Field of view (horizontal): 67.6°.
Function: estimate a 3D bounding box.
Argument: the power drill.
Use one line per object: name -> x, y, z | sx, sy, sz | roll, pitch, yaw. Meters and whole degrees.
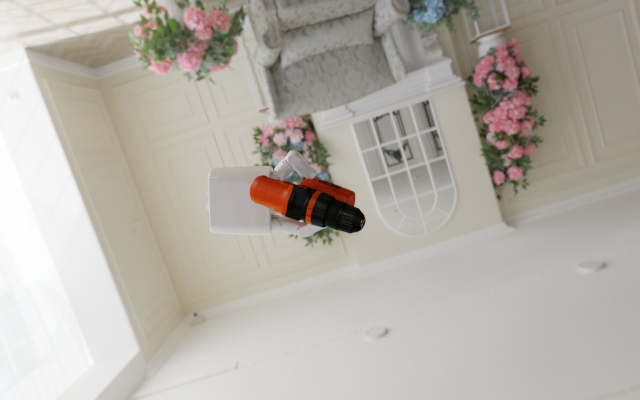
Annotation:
power drill -> 0.000, 0.002, 0.778 | 0.184, 0.057, 0.187 | 20, 7, 15
